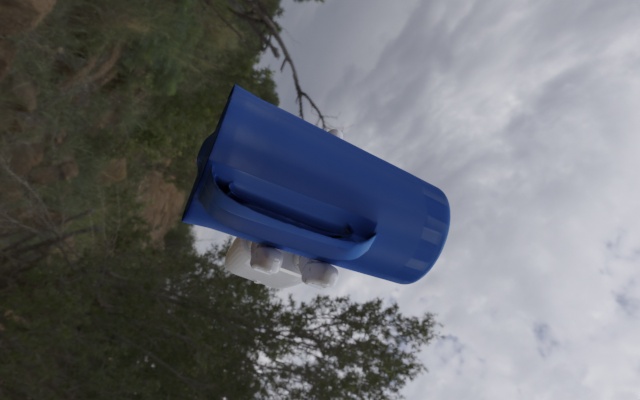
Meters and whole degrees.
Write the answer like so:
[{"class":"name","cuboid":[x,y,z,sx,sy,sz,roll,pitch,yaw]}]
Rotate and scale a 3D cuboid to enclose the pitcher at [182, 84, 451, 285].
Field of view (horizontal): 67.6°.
[{"class":"pitcher","cuboid":[0.000,0.002,0.457,0.243,0.149,0.145,21,-26,-15]}]
